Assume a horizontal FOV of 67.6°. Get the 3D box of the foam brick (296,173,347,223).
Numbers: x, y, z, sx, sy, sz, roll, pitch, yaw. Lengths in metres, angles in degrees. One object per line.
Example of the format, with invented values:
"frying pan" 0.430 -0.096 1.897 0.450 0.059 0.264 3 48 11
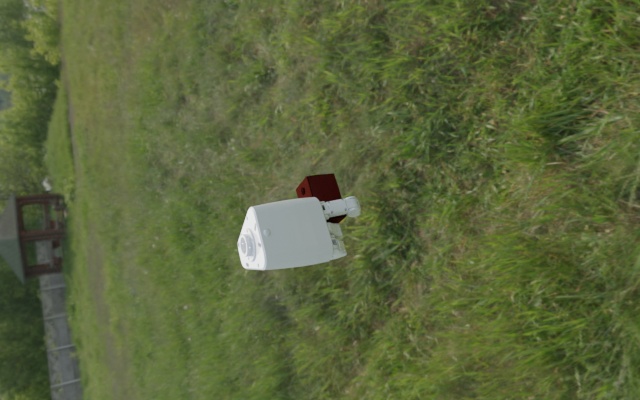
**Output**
"foam brick" 0.000 0.002 0.766 0.051 0.078 0.053 -7 -20 -26
